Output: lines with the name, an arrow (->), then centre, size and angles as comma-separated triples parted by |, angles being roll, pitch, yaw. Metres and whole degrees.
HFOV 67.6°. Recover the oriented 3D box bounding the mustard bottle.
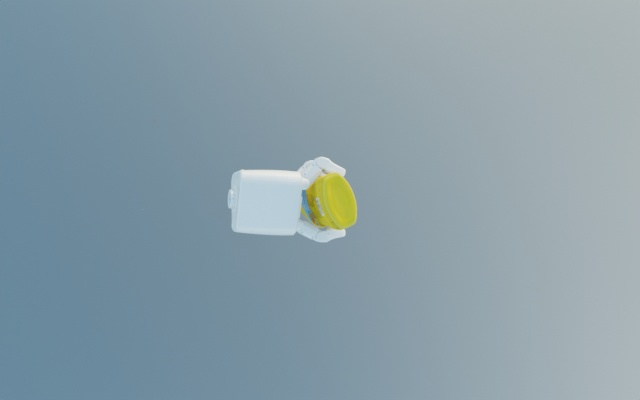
mustard bottle -> 0.001, 0.003, 0.883 | 0.058, 0.096, 0.191 | -23, 7, -19
